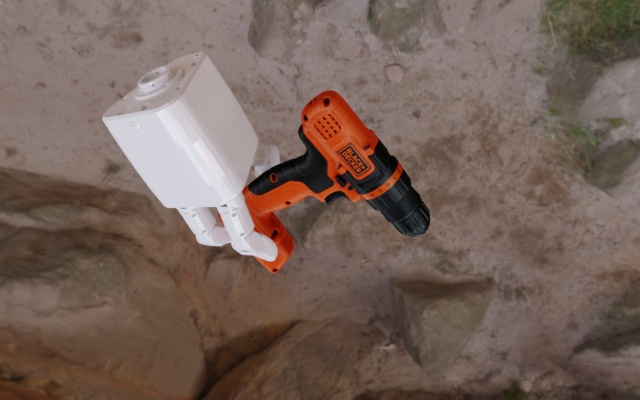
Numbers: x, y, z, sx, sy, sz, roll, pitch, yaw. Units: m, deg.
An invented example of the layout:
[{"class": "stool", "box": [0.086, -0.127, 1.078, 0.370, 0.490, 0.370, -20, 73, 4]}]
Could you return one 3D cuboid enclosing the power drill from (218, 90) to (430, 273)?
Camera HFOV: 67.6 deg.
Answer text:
[{"class": "power drill", "box": [0.000, 0.002, 0.511, 0.188, 0.184, 0.057, -34, 19, 22]}]
